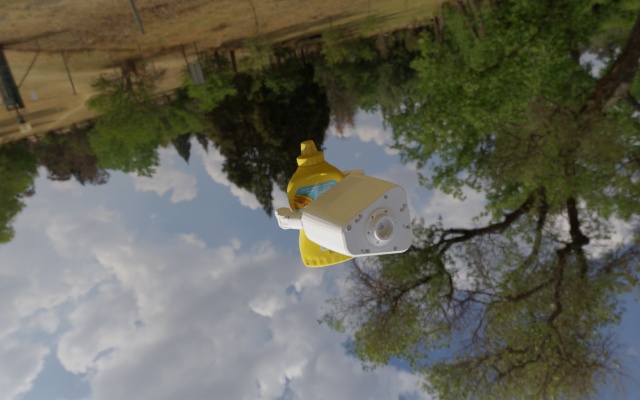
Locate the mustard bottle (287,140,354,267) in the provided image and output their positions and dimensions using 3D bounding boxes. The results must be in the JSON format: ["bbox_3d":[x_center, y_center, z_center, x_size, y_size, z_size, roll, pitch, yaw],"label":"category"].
[{"bbox_3d":[0.000,0.003,0.736,0.096,0.192,0.058,-13,16,-1],"label":"mustard bottle"}]
